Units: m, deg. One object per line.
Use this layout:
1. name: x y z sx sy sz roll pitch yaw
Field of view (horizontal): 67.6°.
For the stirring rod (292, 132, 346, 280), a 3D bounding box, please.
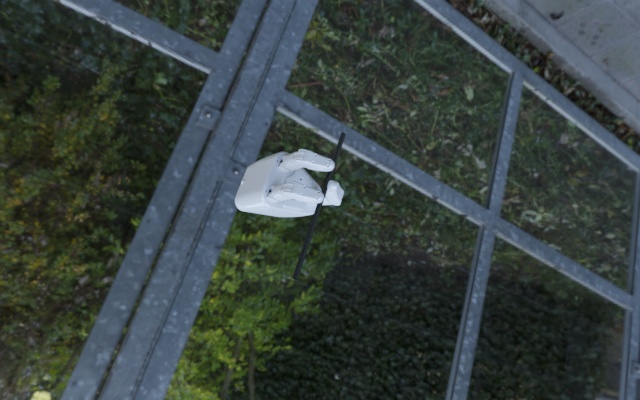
1. stirring rod: 0.000 0.002 0.711 0.011 0.239 0.011 16 -19 6
